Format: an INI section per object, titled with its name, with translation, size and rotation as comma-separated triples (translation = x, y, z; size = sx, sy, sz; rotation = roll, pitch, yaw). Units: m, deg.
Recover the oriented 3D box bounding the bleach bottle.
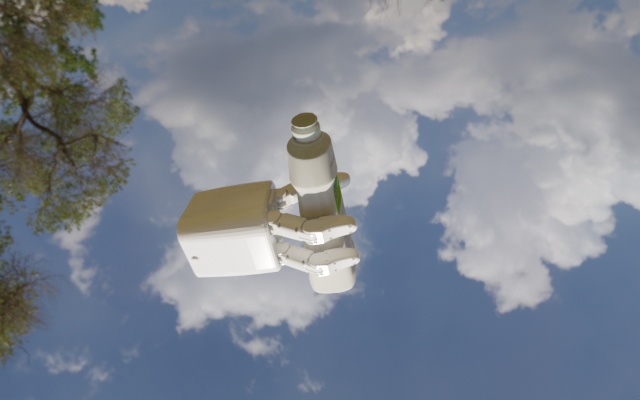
[bleach bottle]
translation = 0.000, 0.002, 0.588
size = 0.068, 0.251, 0.102
rotation = -7, 42, 4
